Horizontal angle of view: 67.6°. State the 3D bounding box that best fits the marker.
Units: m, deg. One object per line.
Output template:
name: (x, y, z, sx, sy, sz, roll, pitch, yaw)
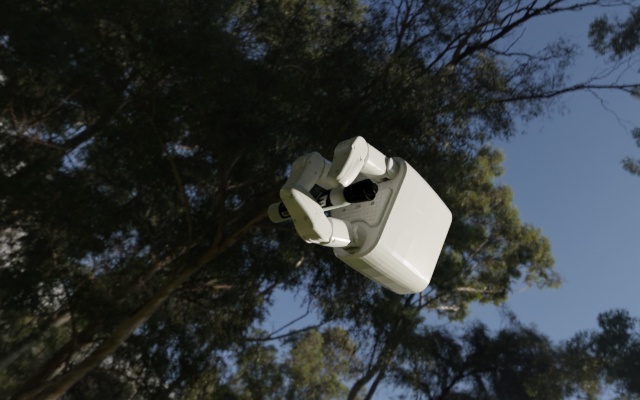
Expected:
marker: (0.000, 0.001, 0.427, 0.121, 0.020, 0.020, -14, -9, 40)
